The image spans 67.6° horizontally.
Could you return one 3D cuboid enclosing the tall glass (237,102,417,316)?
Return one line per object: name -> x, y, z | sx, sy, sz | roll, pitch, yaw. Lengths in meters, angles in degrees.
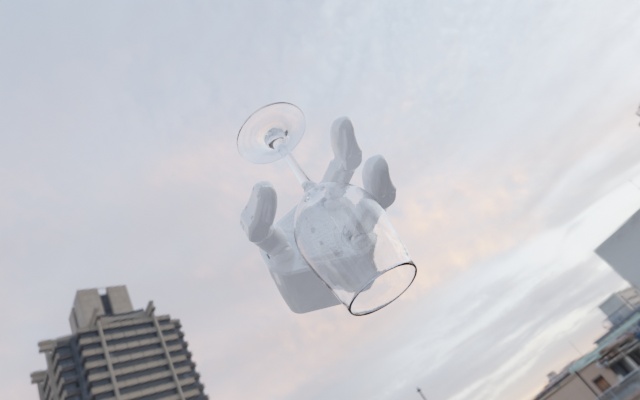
tall glass -> 0.000, 0.001, 0.416 | 0.079, 0.079, 0.201 | 0, 42, -41
